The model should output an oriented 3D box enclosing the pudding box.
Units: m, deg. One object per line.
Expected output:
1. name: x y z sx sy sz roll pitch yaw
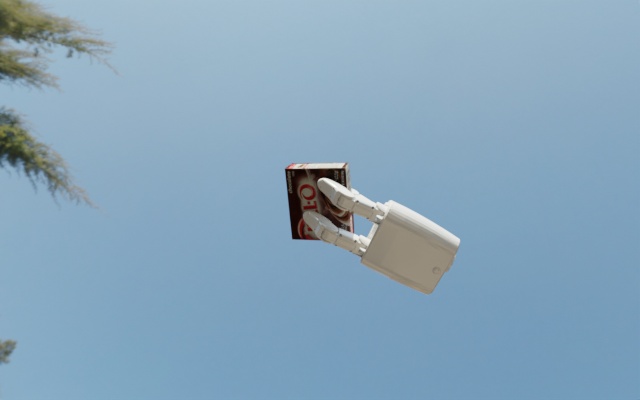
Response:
1. pudding box: 0.000 0.002 0.693 0.090 0.113 0.039 0 17 15
